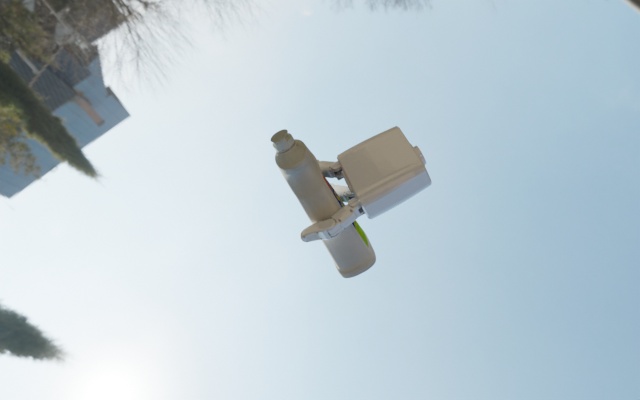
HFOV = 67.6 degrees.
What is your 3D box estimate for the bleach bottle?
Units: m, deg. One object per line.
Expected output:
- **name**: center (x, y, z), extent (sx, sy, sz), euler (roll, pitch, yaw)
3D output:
- **bleach bottle**: center (0.000, 0.002, 0.725), extent (0.068, 0.251, 0.102), euler (-29, 34, 6)
